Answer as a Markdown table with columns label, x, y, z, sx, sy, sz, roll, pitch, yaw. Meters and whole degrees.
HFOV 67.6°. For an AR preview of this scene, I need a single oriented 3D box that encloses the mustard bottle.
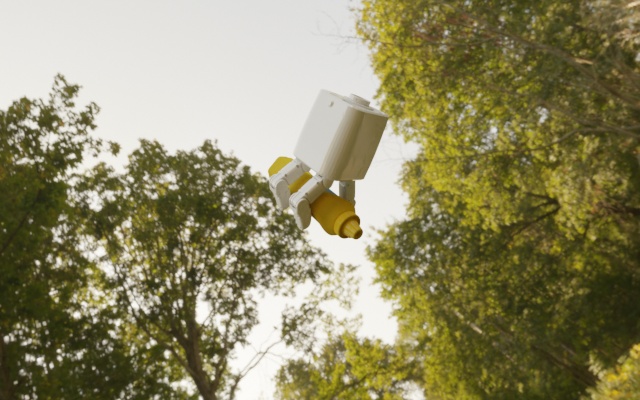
| label | x | y | z | sx | sy | sz | roll | pitch | yaw |
| --- | --- | --- | --- | --- | --- | --- | --- | --- | --- |
| mustard bottle | 0.000 | 0.003 | 0.735 | 0.191 | 0.058 | 0.096 | 39 | -2 | 42 |
